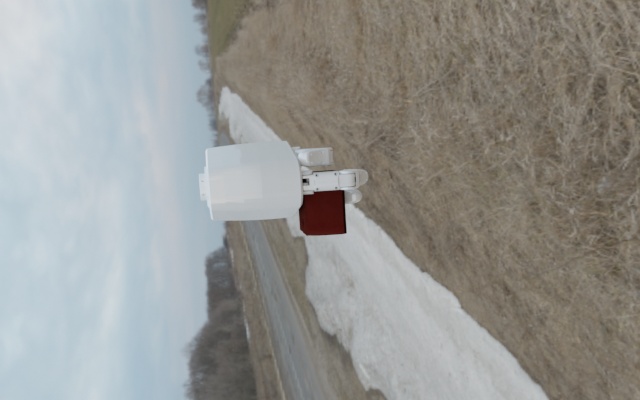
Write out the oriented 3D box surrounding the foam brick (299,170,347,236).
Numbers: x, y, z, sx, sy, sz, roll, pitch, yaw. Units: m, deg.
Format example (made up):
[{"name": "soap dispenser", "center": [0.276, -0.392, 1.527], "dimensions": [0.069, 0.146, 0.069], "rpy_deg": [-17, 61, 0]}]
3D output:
[{"name": "foam brick", "center": [0.000, 0.002, 0.600], "dimensions": [0.051, 0.078, 0.053], "rpy_deg": [-5, 7, -13]}]
